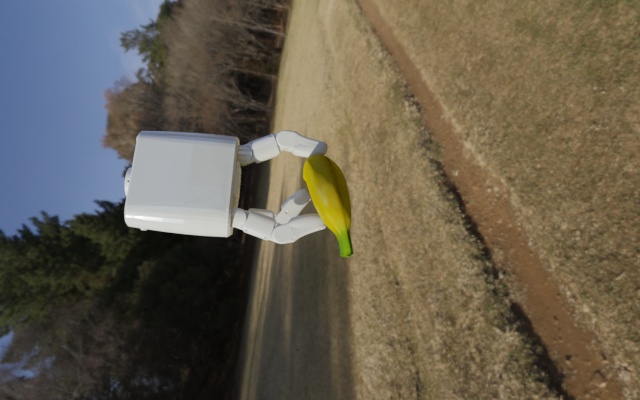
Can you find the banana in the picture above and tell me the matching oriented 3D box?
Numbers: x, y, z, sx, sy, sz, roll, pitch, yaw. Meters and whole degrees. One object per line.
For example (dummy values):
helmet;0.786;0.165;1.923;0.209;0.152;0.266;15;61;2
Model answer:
banana;0.002;-0.014;0.510;0.037;0.070;0.197;0;22;-8
